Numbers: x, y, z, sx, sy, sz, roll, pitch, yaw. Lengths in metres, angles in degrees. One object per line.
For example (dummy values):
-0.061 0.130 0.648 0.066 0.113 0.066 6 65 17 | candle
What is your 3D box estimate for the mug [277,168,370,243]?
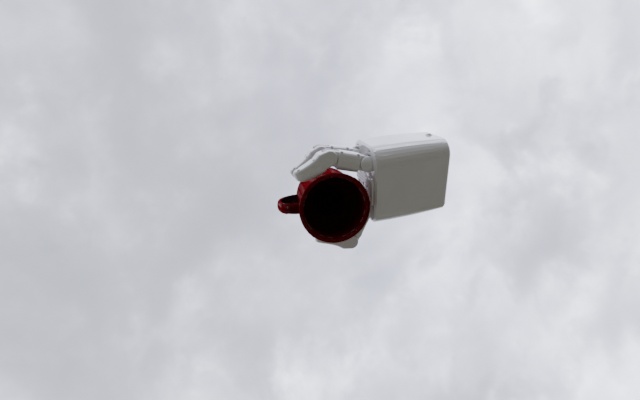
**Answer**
-0.001 0.002 0.645 0.117 0.093 0.081 -8 16 -8 | mug
